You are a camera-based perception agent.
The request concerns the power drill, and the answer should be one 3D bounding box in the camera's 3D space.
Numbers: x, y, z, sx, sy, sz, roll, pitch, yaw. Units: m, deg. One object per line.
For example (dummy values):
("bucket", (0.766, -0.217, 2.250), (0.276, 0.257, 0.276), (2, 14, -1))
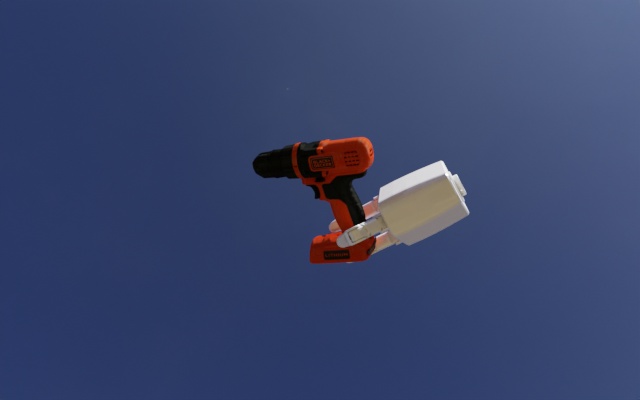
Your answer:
("power drill", (0.000, 0.003, 0.714), (0.184, 0.188, 0.057), (-5, 24, 23))
